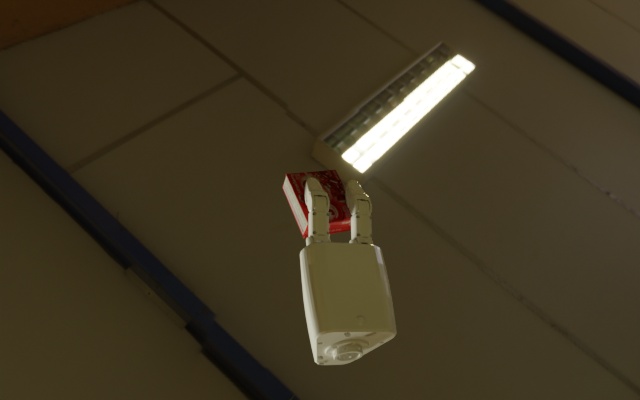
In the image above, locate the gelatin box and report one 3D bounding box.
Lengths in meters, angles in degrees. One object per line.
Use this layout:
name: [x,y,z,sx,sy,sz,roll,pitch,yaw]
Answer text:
gelatin box: [0.000,0.002,0.616,0.073,0.089,0.030,-7,-38,-25]
